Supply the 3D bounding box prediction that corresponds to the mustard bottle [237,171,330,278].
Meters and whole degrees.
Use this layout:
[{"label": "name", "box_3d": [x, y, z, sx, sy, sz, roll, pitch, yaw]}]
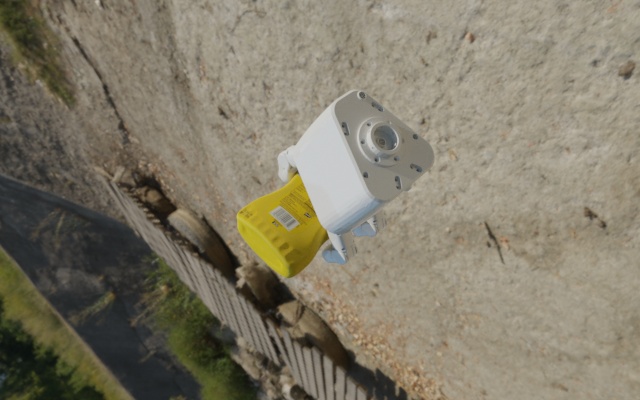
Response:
[{"label": "mustard bottle", "box_3d": [0.000, 0.002, 0.578, 0.191, 0.096, 0.058, -37, -25, -28]}]
